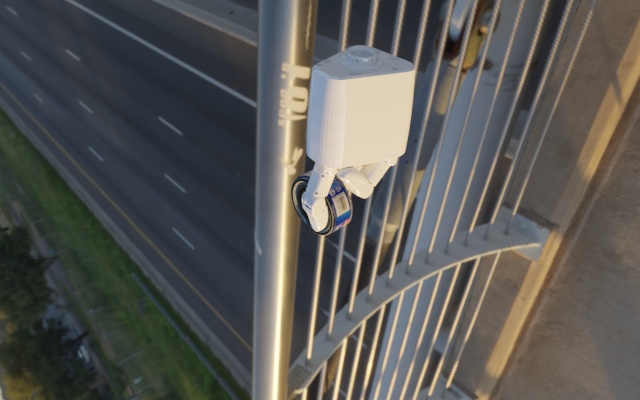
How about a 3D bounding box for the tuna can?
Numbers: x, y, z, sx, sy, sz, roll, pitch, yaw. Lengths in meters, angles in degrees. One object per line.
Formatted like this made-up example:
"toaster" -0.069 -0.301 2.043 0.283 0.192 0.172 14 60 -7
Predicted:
"tuna can" 0.000 0.002 0.622 0.033 0.086 0.086 -30 17 -33
